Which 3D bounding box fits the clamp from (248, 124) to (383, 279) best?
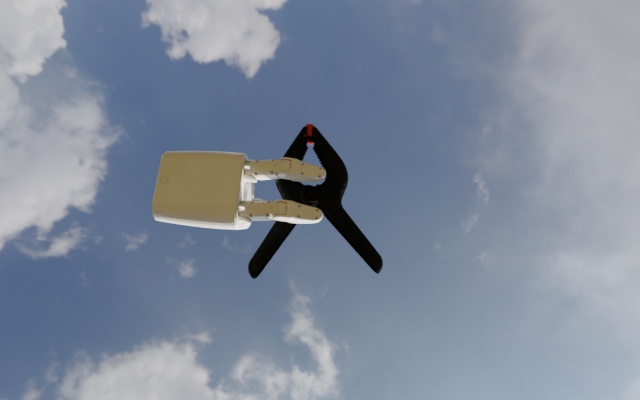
[{"bbox_3d":[0.000,0.002,0.615,0.164,0.210,0.036,5,-19,-1],"label":"clamp"}]
